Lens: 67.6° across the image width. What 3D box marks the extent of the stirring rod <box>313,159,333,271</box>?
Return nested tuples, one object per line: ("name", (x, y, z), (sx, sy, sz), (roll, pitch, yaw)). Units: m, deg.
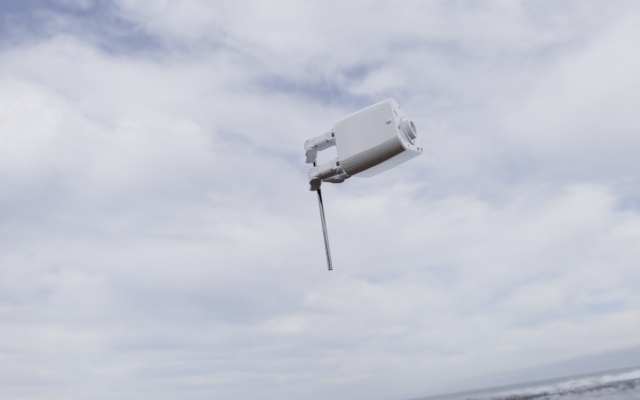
("stirring rod", (0.000, 0.003, 0.816), (0.011, 0.239, 0.011), (-7, -24, -3))
